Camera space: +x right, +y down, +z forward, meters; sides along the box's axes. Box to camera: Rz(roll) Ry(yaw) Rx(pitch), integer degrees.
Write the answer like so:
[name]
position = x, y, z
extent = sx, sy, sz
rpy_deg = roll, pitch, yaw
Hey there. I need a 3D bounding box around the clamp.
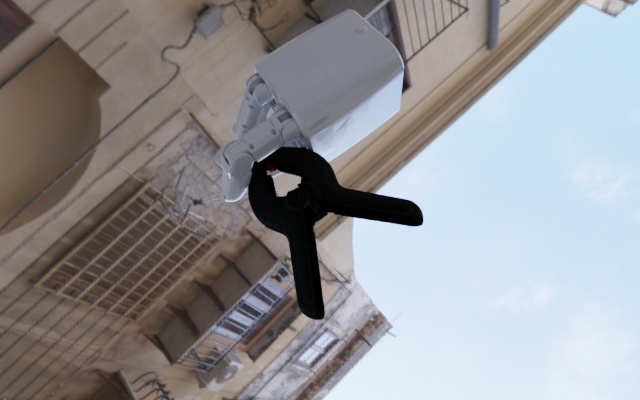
[clamp]
position = 0.000, 0.002, 0.405
extent = 0.120, 0.171, 0.039
rpy_deg = -32, -31, -5
